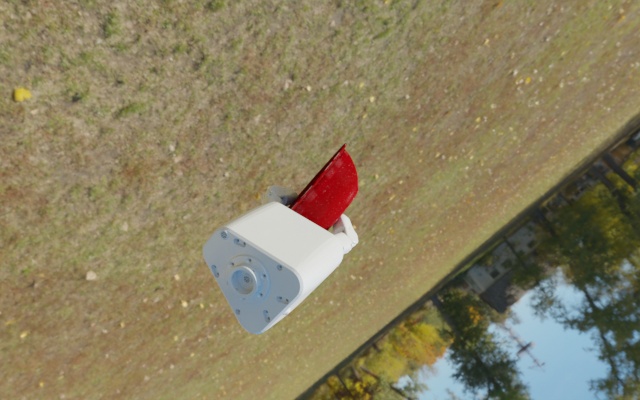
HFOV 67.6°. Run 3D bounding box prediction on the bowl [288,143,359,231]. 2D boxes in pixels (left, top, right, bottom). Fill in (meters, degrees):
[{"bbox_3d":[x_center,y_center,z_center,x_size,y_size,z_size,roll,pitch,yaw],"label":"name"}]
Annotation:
[{"bbox_3d":[0.001,0.002,0.632,0.055,0.162,0.162,40,-4,-4],"label":"bowl"}]
